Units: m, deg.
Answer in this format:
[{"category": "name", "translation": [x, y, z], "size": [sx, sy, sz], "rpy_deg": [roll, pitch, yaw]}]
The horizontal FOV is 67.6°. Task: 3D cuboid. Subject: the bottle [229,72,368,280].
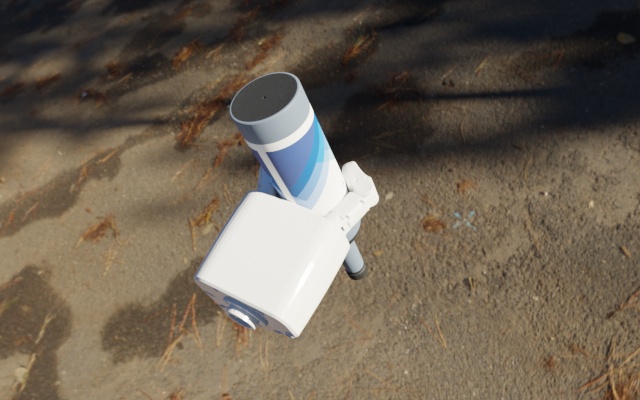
[{"category": "bottle", "translation": [0.000, 0.001, 0.513], "size": [0.069, 0.069, 0.296], "rpy_deg": [0, -38, 25]}]
